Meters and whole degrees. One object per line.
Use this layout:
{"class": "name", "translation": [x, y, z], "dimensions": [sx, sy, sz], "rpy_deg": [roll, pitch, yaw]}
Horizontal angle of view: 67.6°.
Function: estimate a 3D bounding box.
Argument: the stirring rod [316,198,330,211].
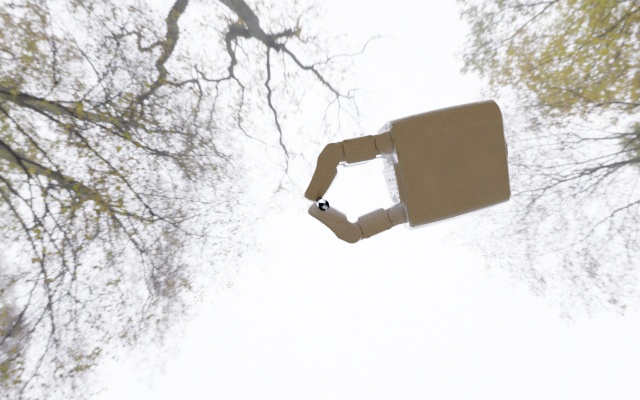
{"class": "stirring rod", "translation": [0.000, 0.001, 0.441], "dimensions": [0.011, 0.011, 0.239], "rpy_deg": [0, 1, -1]}
